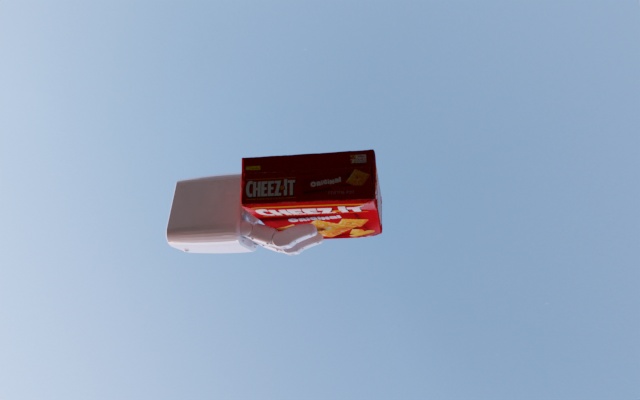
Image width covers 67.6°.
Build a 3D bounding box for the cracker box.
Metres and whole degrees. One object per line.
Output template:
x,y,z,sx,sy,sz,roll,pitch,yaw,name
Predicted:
0.000,0.002,0.661,0.164,0.072,0.214,-3,-15,9,cracker box
